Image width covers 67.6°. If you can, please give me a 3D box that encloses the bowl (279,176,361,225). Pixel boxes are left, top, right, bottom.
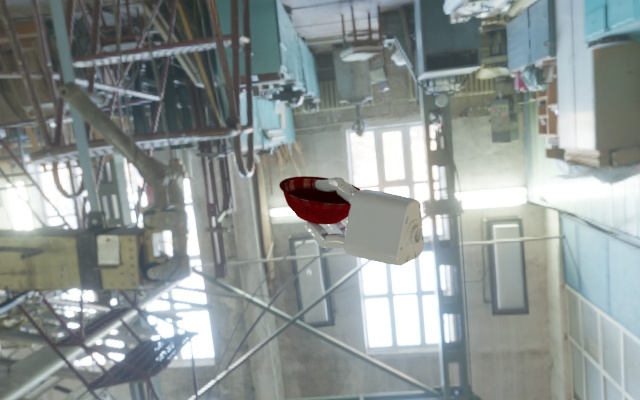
[{"bbox_3d":[-0.001,0.003,0.898,0.162,0.055,0.162,7,19,-3],"label":"bowl"}]
